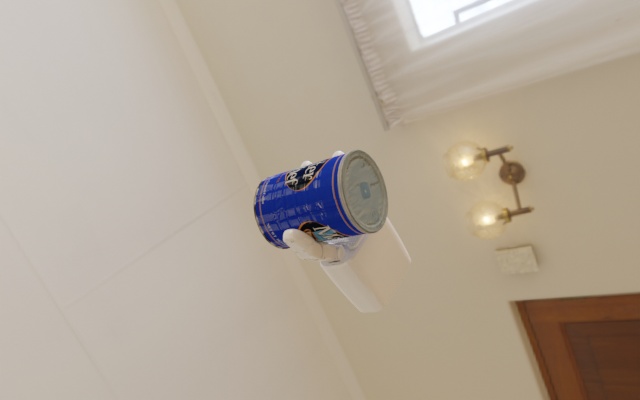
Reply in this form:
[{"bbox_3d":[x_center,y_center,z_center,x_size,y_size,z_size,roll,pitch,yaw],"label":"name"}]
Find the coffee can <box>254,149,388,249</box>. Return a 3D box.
[{"bbox_3d":[0.000,0.002,0.610,0.140,0.103,0.103,-14,-8,35],"label":"coffee can"}]
